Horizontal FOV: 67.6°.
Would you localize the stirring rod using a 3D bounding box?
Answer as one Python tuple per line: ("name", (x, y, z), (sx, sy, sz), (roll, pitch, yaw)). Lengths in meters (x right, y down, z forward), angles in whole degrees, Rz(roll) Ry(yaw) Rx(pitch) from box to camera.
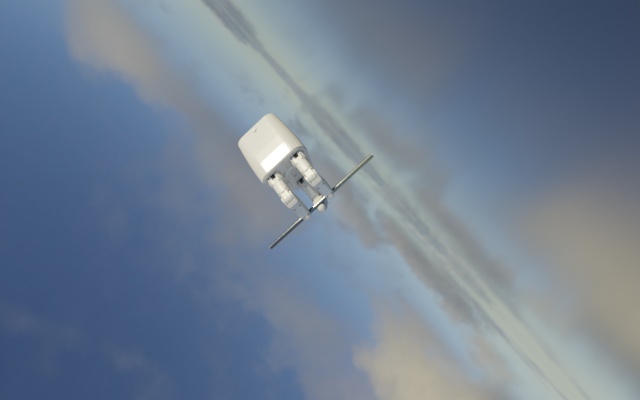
("stirring rod", (0.000, 0.003, 0.828), (0.239, 0.011, 0.011), (-42, -6, 7))
